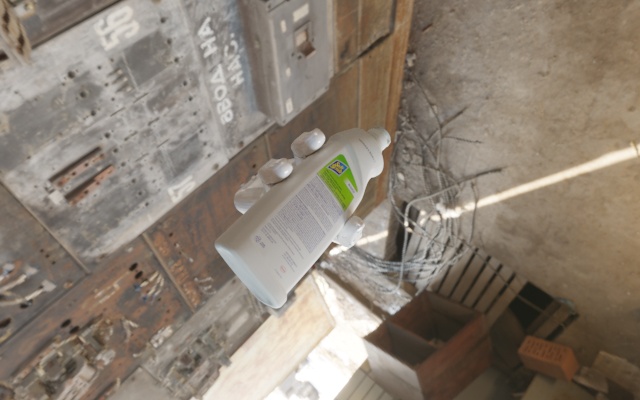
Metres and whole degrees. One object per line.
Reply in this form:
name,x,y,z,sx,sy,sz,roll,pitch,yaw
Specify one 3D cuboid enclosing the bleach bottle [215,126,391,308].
bleach bottle,0.000,0.002,0.565,0.250,0.102,0.068,-44,22,-23
